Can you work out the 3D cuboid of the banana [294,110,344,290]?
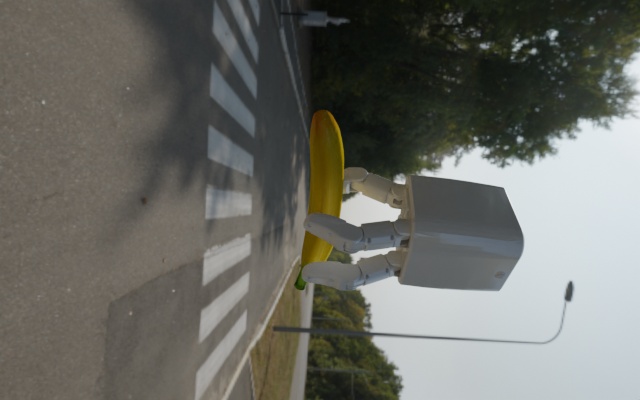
[{"bbox_3d":[0.003,-0.003,0.497,0.037,0.198,0.069,9,25,7],"label":"banana"}]
